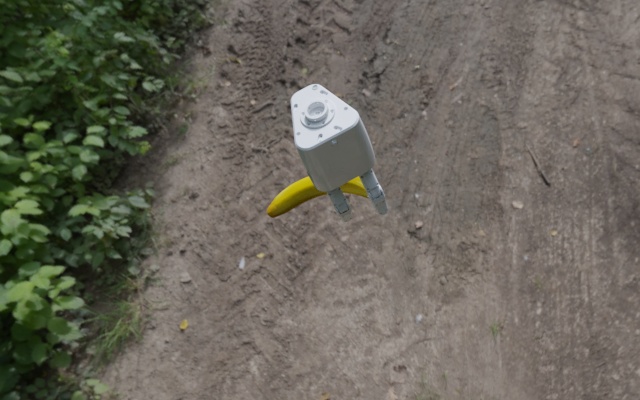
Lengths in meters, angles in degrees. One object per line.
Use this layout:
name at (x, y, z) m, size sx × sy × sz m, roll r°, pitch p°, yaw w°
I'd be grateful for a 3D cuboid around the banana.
banana at (0.004, -0.014, 0.794) m, size 0.198 × 0.069 × 0.037 m, roll -6°, pitch -27°, yaw 14°
